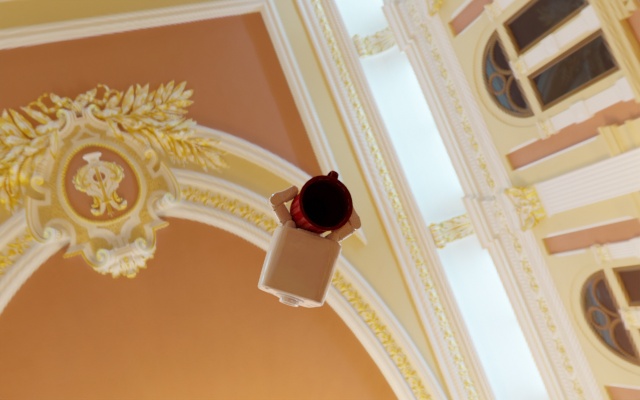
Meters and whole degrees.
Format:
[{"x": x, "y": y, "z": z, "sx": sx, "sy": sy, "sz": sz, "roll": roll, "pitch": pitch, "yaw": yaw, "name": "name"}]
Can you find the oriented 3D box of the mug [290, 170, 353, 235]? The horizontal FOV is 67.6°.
[{"x": 0.000, "y": 0.001, "z": 0.806, "sx": 0.093, "sy": 0.117, "sz": 0.081, "roll": 24, "pitch": -21, "yaw": -13, "name": "mug"}]
